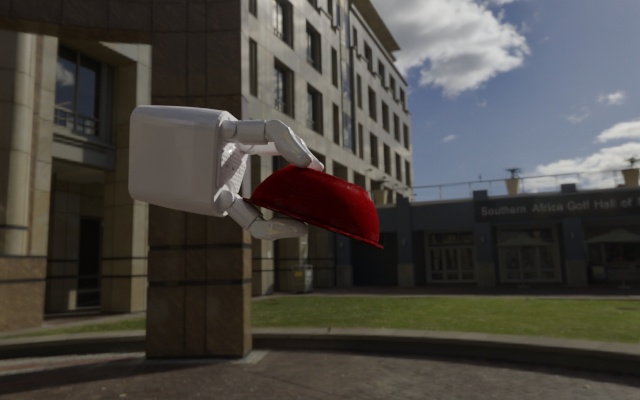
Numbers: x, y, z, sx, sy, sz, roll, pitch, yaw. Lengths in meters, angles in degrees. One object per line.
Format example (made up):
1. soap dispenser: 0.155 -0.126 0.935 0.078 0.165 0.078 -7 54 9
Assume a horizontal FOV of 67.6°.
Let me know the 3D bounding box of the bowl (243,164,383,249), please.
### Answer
1. bowl: 0.001 0.002 0.523 0.162 0.055 0.162 20 -3 1
